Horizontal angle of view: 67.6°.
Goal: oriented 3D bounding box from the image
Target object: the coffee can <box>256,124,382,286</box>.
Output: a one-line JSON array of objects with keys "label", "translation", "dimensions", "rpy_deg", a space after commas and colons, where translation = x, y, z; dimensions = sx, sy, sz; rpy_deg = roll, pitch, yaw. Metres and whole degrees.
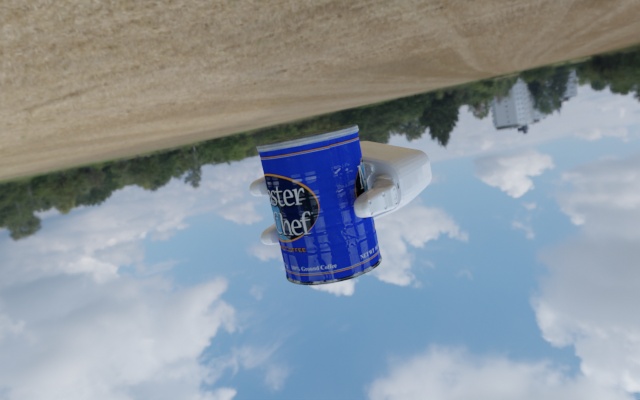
[{"label": "coffee can", "translation": [0.000, 0.001, 0.486], "dimensions": [0.103, 0.140, 0.103], "rpy_deg": [-11, 10, 2]}]
